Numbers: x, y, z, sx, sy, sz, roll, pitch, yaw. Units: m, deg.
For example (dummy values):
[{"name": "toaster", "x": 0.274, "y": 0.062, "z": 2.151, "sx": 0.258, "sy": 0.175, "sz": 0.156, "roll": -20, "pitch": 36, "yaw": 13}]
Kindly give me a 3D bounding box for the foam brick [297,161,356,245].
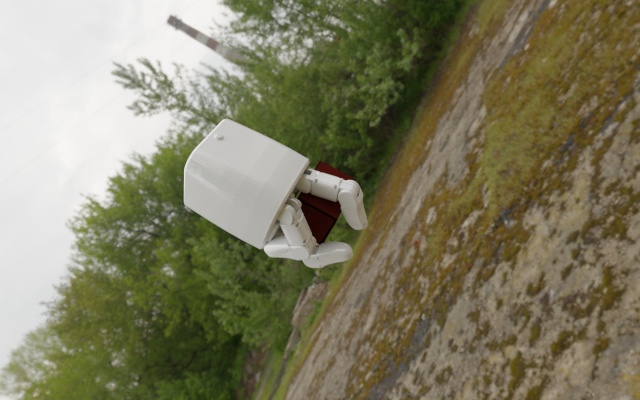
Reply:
[{"name": "foam brick", "x": 0.000, "y": 0.002, "z": 0.562, "sx": 0.051, "sy": 0.053, "sz": 0.078, "roll": 28, "pitch": 43, "yaw": 0}]
